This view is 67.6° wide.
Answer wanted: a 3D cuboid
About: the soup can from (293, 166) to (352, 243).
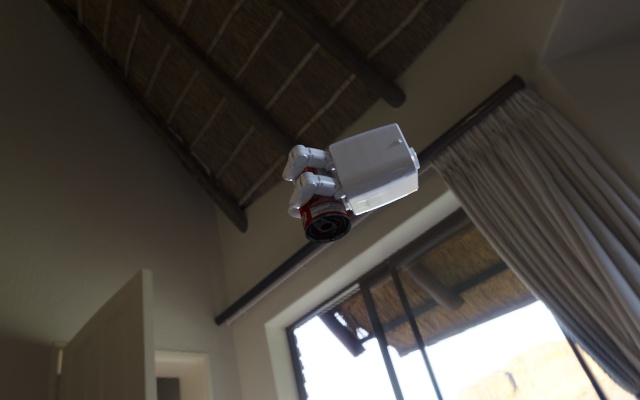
[{"bbox_3d":[0.000,0.002,0.703,0.068,0.102,0.069,-10,-37,-8],"label":"soup can"}]
